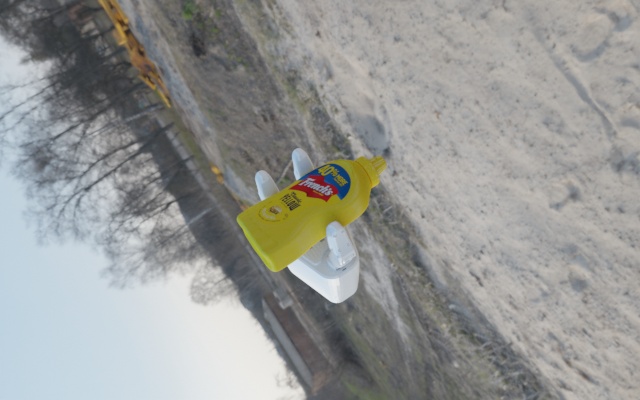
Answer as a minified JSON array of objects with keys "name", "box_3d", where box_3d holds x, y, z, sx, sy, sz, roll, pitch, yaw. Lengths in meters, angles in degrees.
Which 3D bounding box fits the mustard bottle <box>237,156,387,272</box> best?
[{"name":"mustard bottle","box_3d":[0.000,0.002,0.577,0.191,0.058,0.096,-32,37,-13]}]
